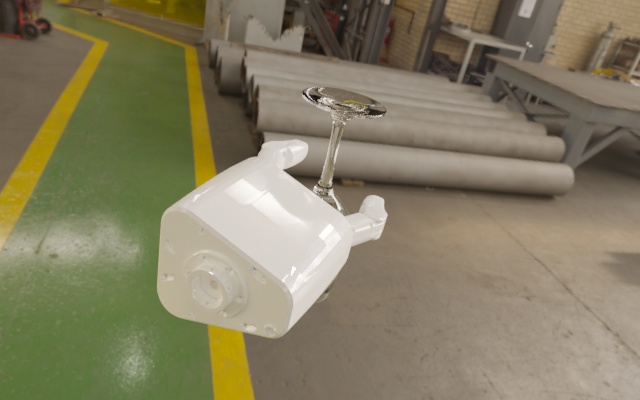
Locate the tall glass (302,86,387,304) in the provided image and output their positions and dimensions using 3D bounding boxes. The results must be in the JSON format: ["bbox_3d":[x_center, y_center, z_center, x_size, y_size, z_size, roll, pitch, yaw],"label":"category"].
[{"bbox_3d":[0.000,0.001,0.451,0.079,0.201,0.079,10,27,-5],"label":"tall glass"}]
